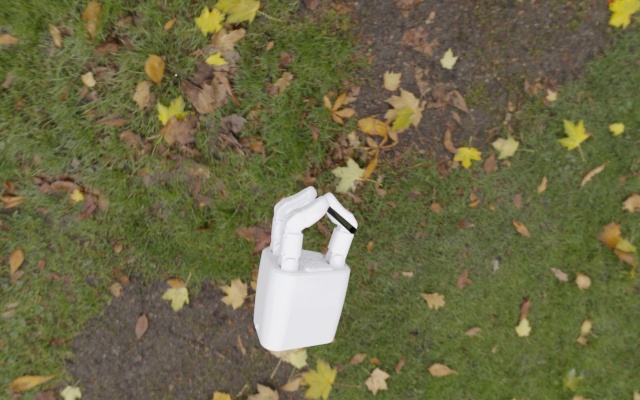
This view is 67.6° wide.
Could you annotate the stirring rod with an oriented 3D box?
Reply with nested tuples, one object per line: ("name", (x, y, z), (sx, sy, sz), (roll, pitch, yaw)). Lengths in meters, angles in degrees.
("stirring rod", (0.000, 0.002, 0.608), (0.011, 0.011, 0.239), (0, 14, -17))
